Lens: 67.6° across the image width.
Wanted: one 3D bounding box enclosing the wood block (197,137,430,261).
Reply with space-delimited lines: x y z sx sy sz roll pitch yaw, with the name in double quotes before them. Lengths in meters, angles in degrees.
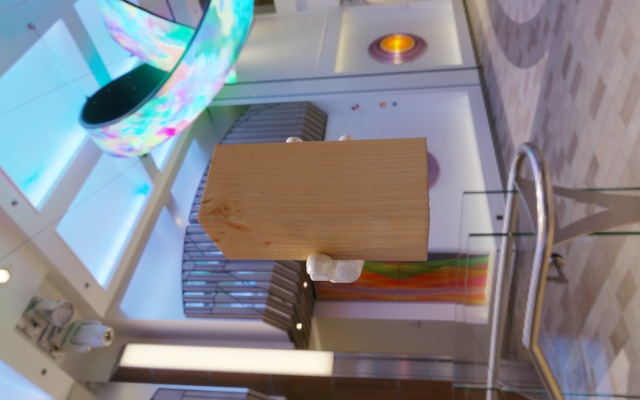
"wood block" 0.000 0.002 0.470 0.206 0.090 0.090 -1 -32 10
